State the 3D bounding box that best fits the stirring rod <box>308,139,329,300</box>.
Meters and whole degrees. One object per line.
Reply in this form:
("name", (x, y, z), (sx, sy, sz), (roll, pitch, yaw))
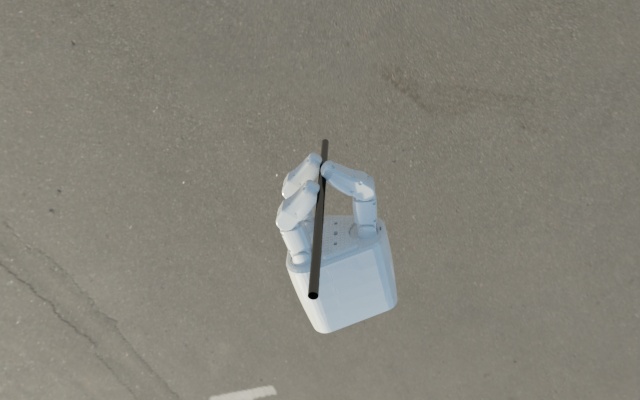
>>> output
("stirring rod", (0.000, 0.001, 0.446), (0.011, 0.011, 0.239), (0, 35, 3))
